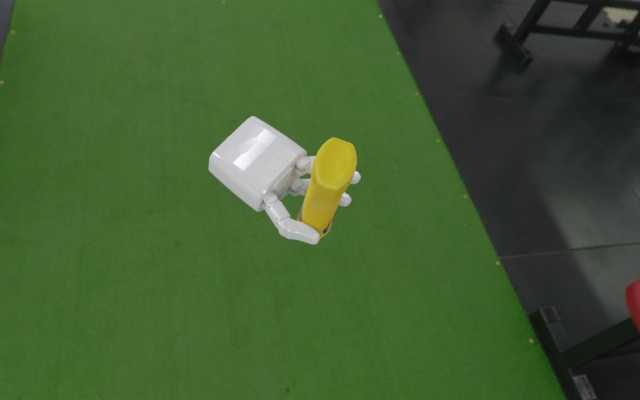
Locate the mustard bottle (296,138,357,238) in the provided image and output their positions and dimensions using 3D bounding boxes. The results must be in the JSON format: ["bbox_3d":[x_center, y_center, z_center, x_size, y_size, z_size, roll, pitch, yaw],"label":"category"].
[{"bbox_3d":[0.000,0.002,0.718,0.058,0.096,0.192,18,-39,-2],"label":"mustard bottle"}]
